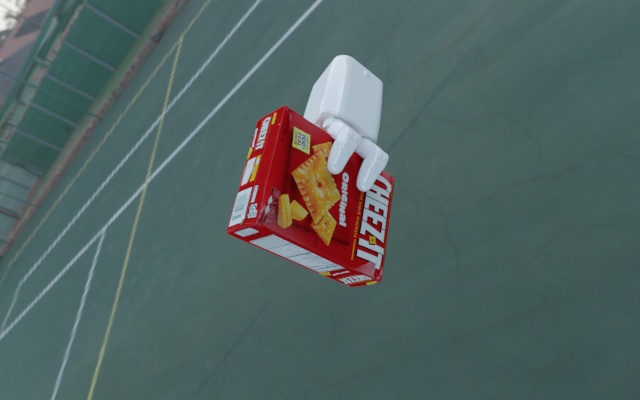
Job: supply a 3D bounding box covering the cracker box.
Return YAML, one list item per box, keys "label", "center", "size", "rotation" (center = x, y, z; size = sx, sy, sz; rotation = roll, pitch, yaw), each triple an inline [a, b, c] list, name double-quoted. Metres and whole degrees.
- label: "cracker box"
  center: [0.000, 0.002, 0.629]
  size: [0.214, 0.164, 0.072]
  rotation: [29, -29, -33]
